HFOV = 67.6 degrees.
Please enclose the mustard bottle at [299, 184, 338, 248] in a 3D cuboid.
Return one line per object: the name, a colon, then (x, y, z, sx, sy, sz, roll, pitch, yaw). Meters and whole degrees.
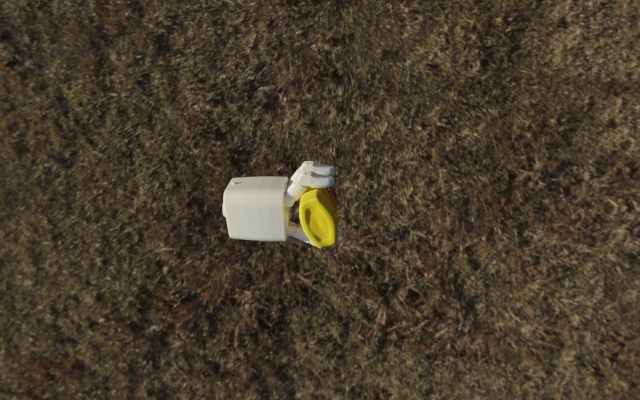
mustard bottle: (0.000, 0.003, 0.880, 0.058, 0.096, 0.191, -20, 21, 11)
